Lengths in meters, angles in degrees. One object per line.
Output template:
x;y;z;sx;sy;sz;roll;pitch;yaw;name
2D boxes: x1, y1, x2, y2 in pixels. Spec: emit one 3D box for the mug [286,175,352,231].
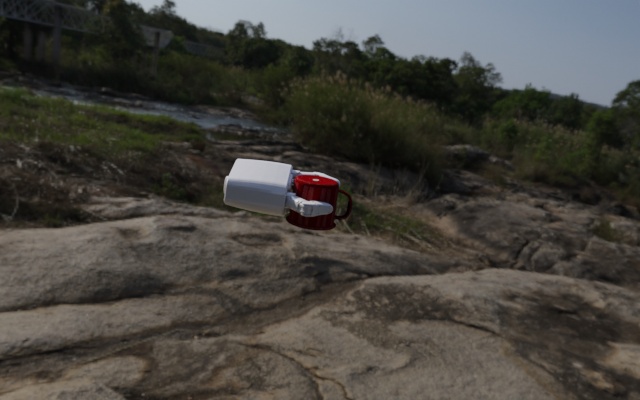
0.002;0.003;0.865;0.117;0.081;0.093;8;14;-3;mug
